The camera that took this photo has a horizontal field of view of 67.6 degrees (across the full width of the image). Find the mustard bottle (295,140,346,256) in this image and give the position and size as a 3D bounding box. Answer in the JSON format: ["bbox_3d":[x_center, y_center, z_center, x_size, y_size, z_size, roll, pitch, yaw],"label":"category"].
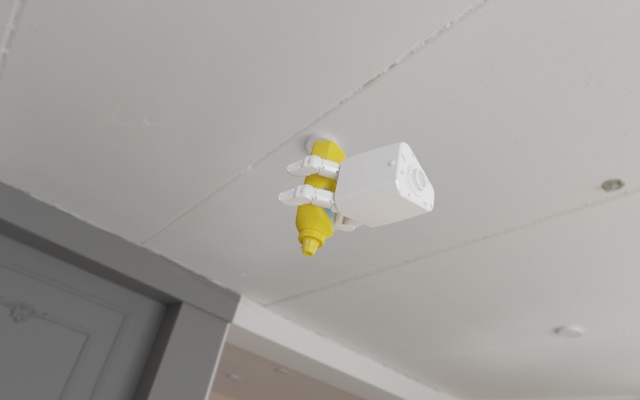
[{"bbox_3d":[0.000,0.002,0.771,0.058,0.191,0.096,1,-35,18],"label":"mustard bottle"}]
